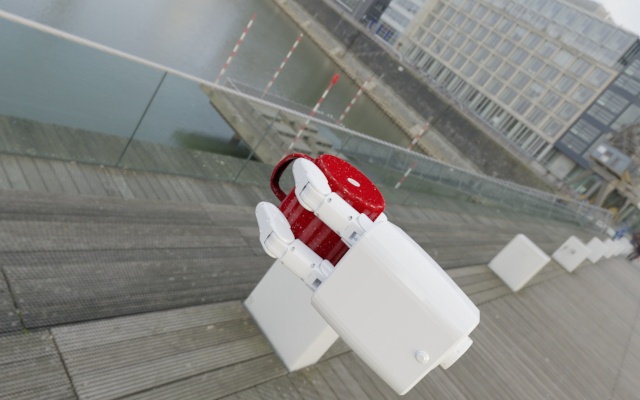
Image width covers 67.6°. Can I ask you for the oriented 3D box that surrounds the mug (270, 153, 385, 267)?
[{"bbox_3d":[-0.001,0.000,0.468,0.117,0.081,0.093,45,22,16],"label":"mug"}]
